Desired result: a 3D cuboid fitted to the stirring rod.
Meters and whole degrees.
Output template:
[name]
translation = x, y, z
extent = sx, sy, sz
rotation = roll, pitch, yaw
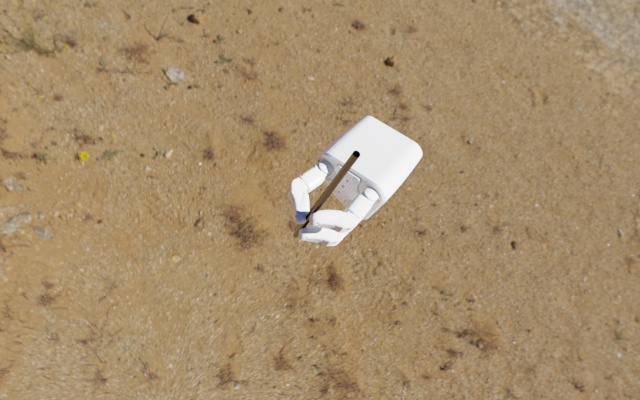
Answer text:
[stirring rod]
translation = 0.000, 0.002, 0.569
extent = 0.011, 0.011, 0.240
rotation = 0, -23, -18
